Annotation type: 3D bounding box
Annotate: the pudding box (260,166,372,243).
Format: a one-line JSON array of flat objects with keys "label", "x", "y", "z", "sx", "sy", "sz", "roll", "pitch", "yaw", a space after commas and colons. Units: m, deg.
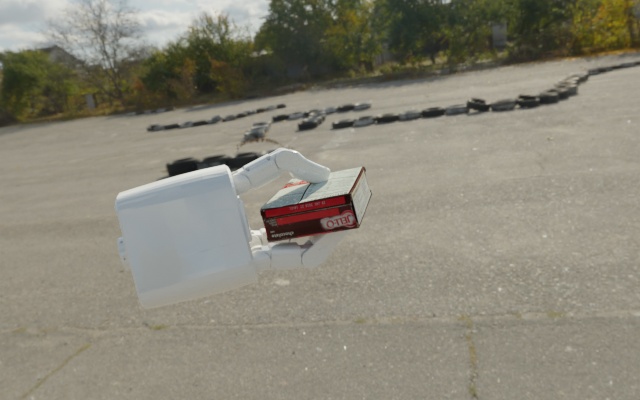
[{"label": "pudding box", "x": 0.000, "y": 0.001, "z": 0.482, "sx": 0.090, "sy": 0.039, "sz": 0.113, "roll": -9, "pitch": 16, "yaw": 15}]
